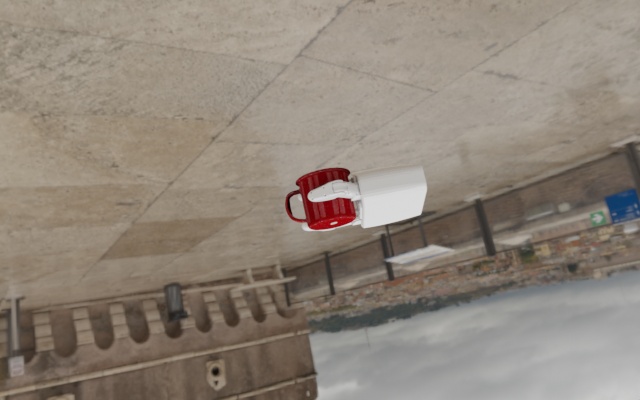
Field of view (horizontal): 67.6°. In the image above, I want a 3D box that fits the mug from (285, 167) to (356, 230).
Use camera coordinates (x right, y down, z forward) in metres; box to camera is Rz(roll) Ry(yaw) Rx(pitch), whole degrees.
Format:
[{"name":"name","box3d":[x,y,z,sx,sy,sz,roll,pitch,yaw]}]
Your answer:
[{"name":"mug","box3d":[-0.001,0.003,0.783,0.117,0.081,0.093,-12,-14,-1]}]
